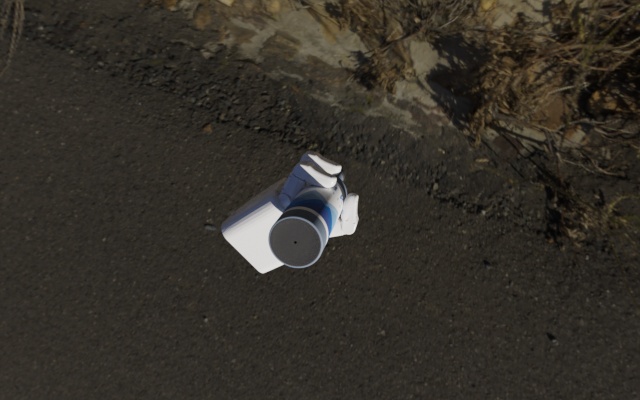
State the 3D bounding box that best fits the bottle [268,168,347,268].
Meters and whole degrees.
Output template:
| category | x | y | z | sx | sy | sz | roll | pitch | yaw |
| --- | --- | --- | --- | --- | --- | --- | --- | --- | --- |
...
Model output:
| category | x | y | z | sx | sy | sz | roll | pitch | yaw |
| --- | --- | --- | --- | --- | --- | --- | --- | --- | --- |
| bottle | 0.000 | 0.002 | 0.694 | 0.069 | 0.069 | 0.295 | 0 | 19 | 12 |
